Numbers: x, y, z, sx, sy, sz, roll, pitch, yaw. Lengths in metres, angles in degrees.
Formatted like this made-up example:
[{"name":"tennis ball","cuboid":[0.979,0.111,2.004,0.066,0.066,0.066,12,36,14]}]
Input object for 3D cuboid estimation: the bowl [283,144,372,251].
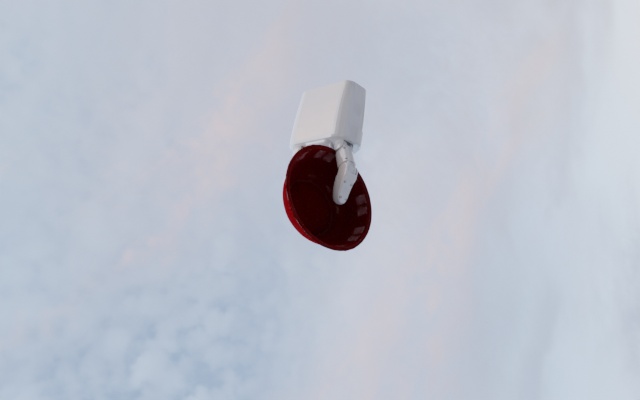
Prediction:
[{"name":"bowl","cuboid":[-0.001,0.003,0.700,0.162,0.162,0.055,0,-19,-42]}]
